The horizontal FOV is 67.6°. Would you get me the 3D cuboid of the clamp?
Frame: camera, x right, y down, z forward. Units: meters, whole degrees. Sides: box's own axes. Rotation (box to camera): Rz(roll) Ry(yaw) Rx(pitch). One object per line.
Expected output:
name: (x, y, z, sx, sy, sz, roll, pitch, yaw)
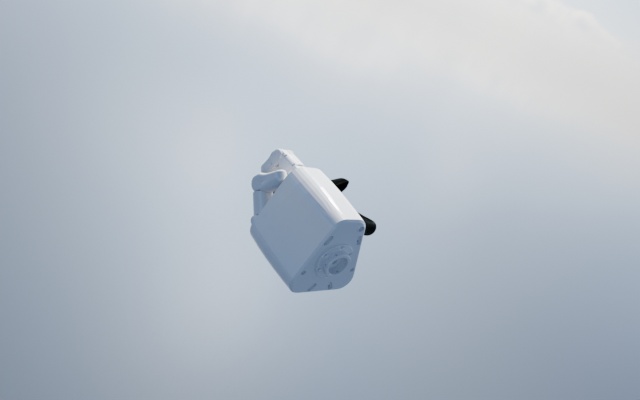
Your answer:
clamp: (0.000, 0.002, 0.672, 0.171, 0.039, 0.120, 4, 32, -39)
